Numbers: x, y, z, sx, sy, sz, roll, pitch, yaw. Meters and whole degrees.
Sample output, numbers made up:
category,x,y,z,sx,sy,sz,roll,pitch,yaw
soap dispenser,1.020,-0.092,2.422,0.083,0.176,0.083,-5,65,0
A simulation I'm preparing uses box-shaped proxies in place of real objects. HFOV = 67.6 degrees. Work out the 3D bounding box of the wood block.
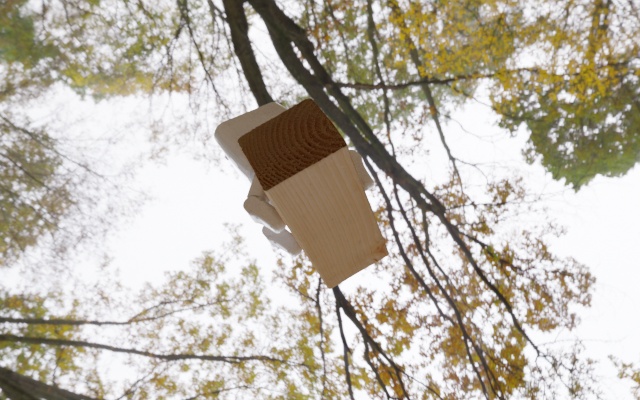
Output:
category,x,y,z,sx,sy,sz,roll,pitch,yaw
wood block,0.000,0.001,0.541,0.091,0.090,0.206,-31,-40,-2
